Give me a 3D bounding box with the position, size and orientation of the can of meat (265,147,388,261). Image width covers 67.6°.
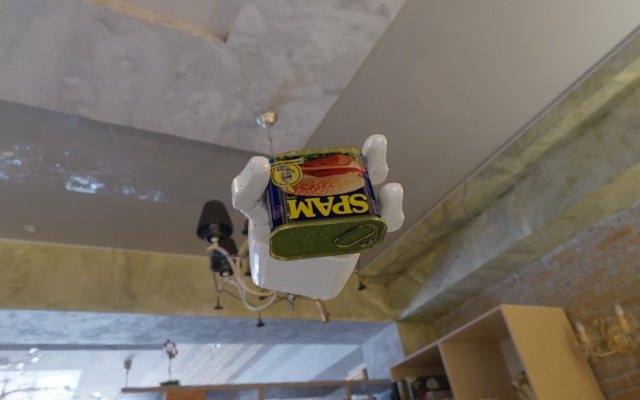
[{"bbox_3d":[0.000,0.001,0.432,0.102,0.084,0.057,-5,-34,-9],"label":"can of meat"}]
